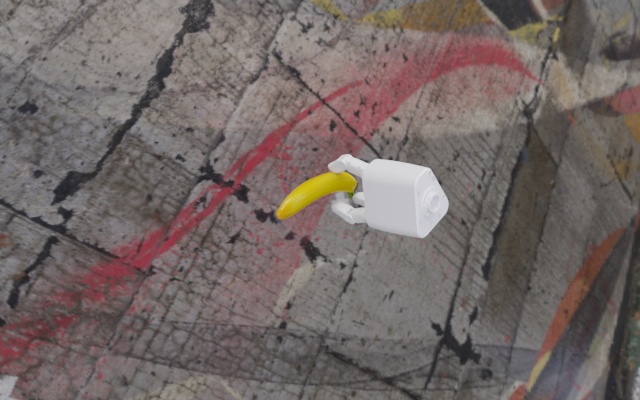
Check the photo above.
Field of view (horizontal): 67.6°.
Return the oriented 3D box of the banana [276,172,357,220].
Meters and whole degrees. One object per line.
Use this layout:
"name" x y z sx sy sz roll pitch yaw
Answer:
"banana" 0.004 -0.015 0.857 0.198 0.070 0.037 -14 28 -41
